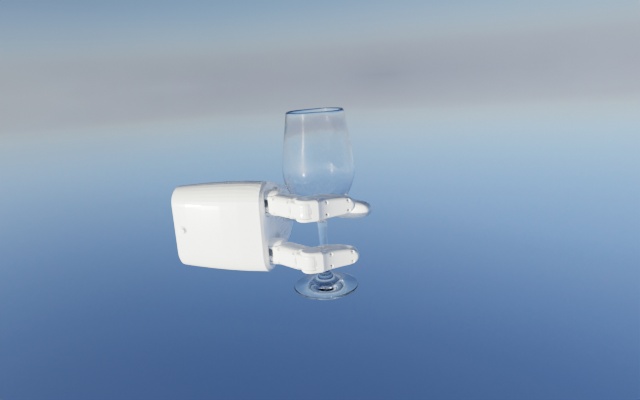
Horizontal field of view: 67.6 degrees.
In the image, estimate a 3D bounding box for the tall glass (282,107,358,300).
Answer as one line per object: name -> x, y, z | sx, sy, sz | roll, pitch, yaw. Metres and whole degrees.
tall glass -> 0.000, 0.002, 0.525 | 0.079, 0.201, 0.079 | -3, 14, 1
